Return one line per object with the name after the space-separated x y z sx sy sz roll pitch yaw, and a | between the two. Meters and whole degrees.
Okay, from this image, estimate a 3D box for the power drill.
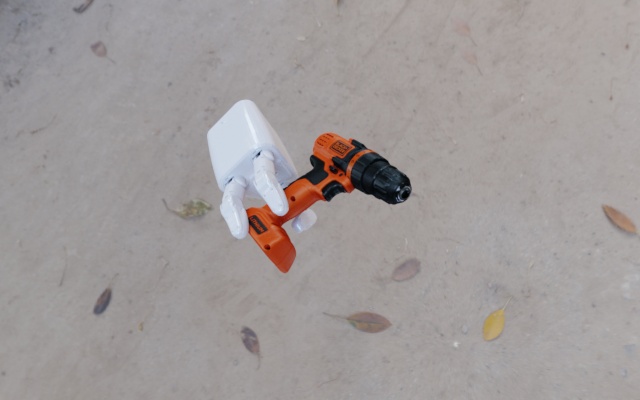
0.000 0.002 0.597 0.187 0.057 0.184 -40 36 -9 | power drill
